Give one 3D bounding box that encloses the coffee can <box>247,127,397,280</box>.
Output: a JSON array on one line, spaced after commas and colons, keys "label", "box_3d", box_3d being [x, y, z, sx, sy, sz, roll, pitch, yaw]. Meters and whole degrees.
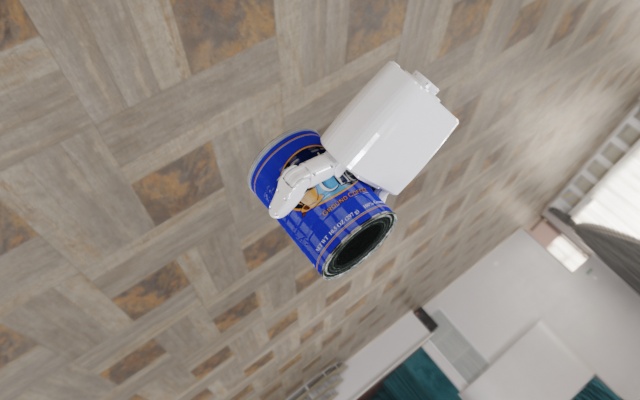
[{"label": "coffee can", "box_3d": [0.000, 0.002, 0.529, 0.140, 0.103, 0.103, 48, 24, 23]}]
